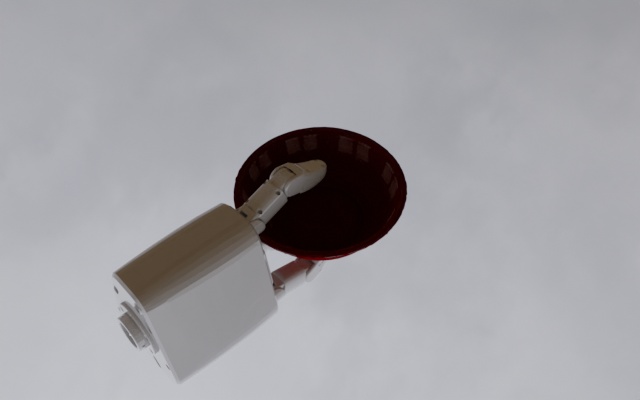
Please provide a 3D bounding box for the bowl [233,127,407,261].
[{"bbox_3d":[0.001,0.001,0.466,0.162,0.162,0.055,0,-39,2],"label":"bowl"}]
